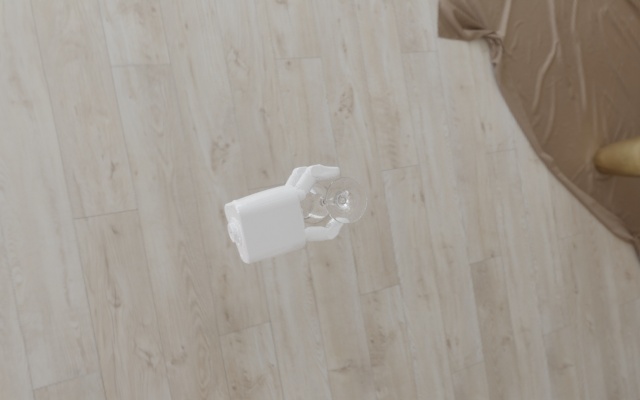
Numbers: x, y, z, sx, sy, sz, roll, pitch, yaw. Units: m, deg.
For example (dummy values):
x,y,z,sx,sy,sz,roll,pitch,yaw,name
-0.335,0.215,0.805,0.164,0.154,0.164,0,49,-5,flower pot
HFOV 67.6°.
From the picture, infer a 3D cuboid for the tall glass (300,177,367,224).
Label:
x,y,z,sx,sy,sz,roll,pitch,yaw,name
0.001,0.003,0.845,0.079,0.079,0.201,0,-2,-24,tall glass
